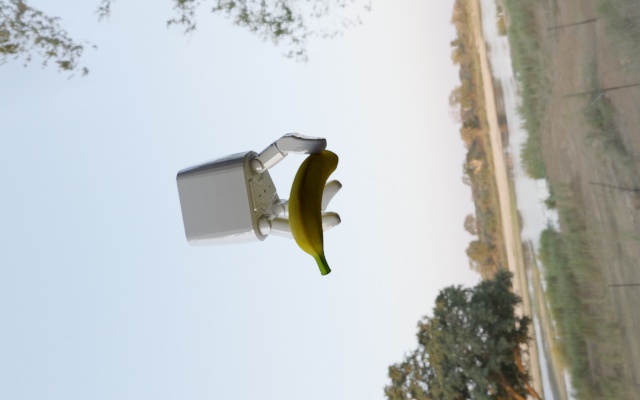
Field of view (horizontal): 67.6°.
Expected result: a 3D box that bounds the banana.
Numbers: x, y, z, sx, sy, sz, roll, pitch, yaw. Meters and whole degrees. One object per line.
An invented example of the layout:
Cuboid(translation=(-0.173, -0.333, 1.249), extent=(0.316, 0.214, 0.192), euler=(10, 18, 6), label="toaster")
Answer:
Cuboid(translation=(-0.007, -0.009, 0.554), extent=(0.037, 0.197, 0.070), euler=(-12, -49, 19), label="banana")
